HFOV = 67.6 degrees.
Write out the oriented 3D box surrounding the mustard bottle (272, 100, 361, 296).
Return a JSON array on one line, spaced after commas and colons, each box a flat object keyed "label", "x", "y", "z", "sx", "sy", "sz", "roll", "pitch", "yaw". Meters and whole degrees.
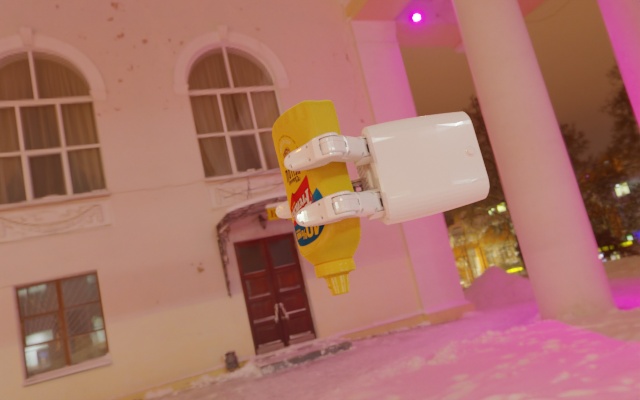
[{"label": "mustard bottle", "x": 0.000, "y": 0.001, "z": 0.493, "sx": 0.058, "sy": 0.191, "sz": 0.096, "roll": -8, "pitch": -11, "yaw": -30}]
